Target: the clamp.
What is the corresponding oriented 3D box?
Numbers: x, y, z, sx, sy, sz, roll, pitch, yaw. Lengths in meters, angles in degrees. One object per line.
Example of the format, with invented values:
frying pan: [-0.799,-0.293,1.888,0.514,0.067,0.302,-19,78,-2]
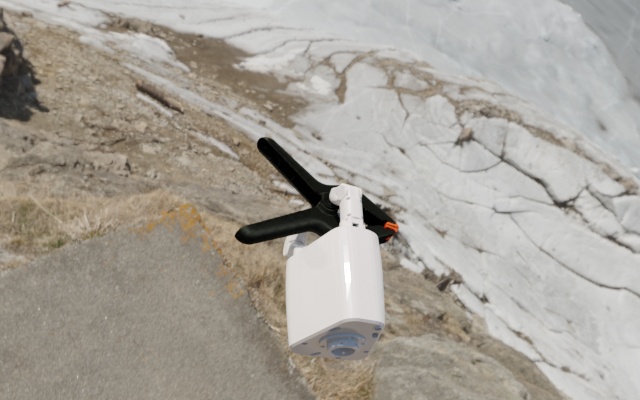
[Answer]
clamp: [0.001,0.002,0.605,0.210,0.164,0.036,14,-40,-20]
